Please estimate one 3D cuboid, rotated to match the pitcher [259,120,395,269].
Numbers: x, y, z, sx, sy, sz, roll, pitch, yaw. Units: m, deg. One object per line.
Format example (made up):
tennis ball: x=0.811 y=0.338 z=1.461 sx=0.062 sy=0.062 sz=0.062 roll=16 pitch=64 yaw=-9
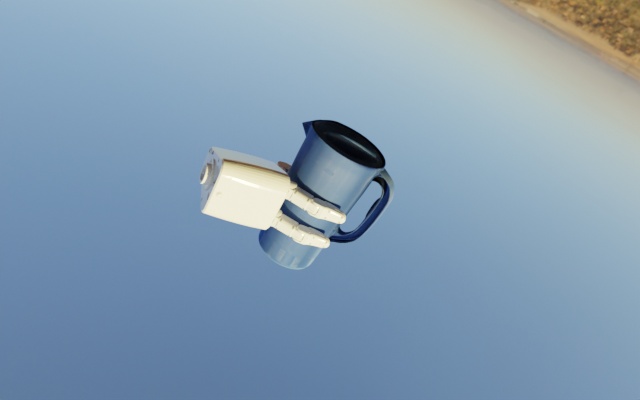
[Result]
pitcher: x=0.000 y=0.003 z=0.791 sx=0.145 sy=0.243 sz=0.149 roll=16 pitch=31 yaw=-28
